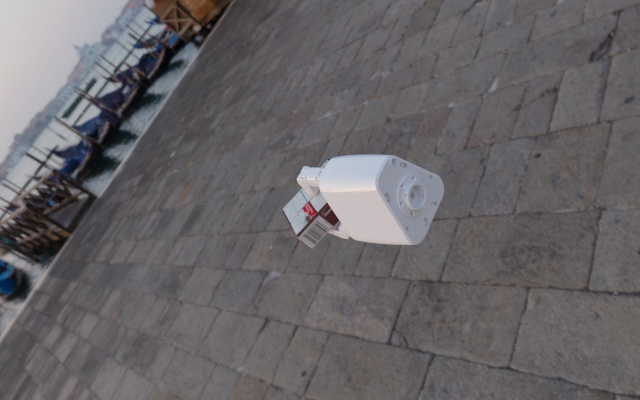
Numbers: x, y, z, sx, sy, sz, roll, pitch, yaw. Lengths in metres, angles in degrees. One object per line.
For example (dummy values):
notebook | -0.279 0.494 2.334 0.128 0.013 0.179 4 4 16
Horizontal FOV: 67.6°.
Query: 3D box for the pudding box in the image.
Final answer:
pudding box | 0.000 0.002 0.705 0.039 0.113 0.090 40 8 -30
